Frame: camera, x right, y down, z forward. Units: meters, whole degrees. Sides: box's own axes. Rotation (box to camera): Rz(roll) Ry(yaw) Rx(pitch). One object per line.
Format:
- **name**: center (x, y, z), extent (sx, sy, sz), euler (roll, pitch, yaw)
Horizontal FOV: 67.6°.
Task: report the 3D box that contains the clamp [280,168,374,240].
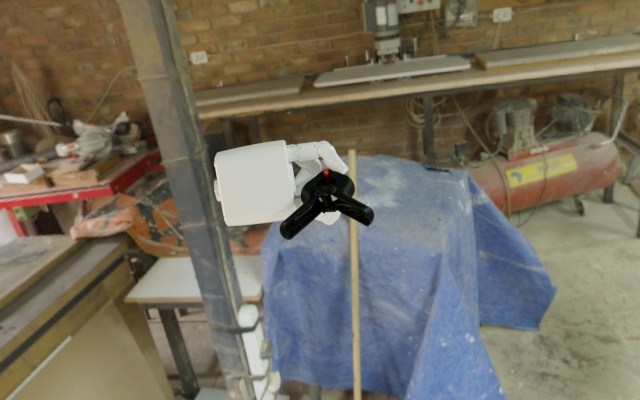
- **clamp**: center (0.000, 0.002, 0.661), extent (0.120, 0.039, 0.171), euler (-9, 22, -3)
